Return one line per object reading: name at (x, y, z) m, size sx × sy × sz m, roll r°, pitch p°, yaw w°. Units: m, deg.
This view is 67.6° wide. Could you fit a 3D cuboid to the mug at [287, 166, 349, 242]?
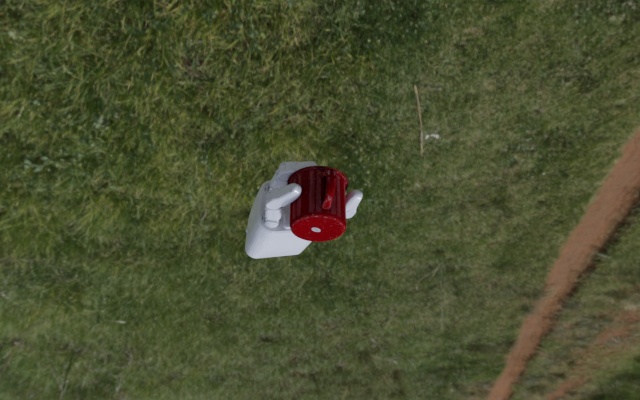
mug at (0.001, 0.002, 0.691) m, size 0.093 × 0.081 × 0.117 m, roll 10°, pitch -34°, yaw -16°
